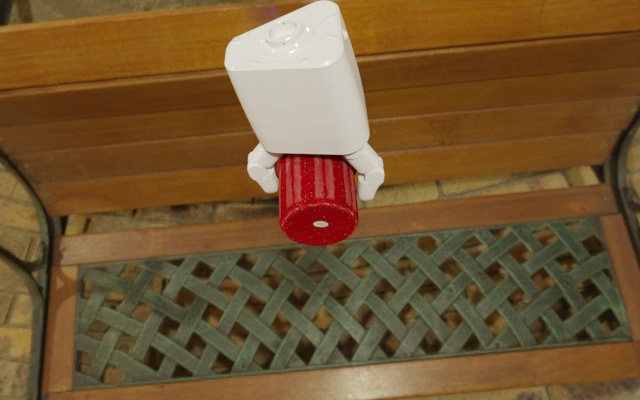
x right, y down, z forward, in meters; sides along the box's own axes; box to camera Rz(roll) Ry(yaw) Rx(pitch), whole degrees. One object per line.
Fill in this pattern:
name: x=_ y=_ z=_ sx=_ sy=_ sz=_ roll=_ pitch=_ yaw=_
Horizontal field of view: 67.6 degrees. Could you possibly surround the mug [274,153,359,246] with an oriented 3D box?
mug: x=0.000 y=0.003 z=0.518 sx=0.093 sy=0.081 sz=0.117 roll=-11 pitch=-38 yaw=10
